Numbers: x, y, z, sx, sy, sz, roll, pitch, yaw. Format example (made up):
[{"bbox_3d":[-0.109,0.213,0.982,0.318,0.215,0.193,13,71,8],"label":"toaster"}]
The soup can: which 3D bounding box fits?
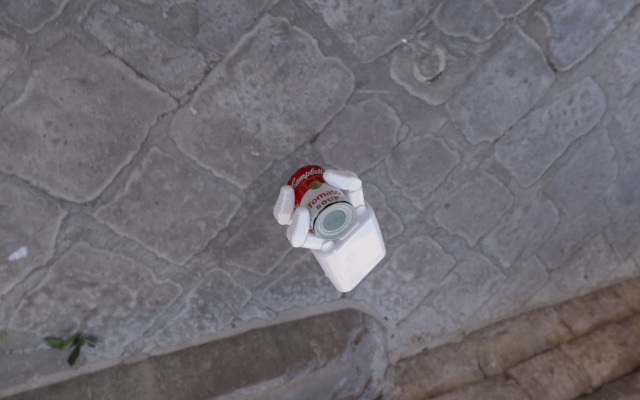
[{"bbox_3d":[0.000,0.002,0.691,0.068,0.068,0.102,0,33,-29],"label":"soup can"}]
